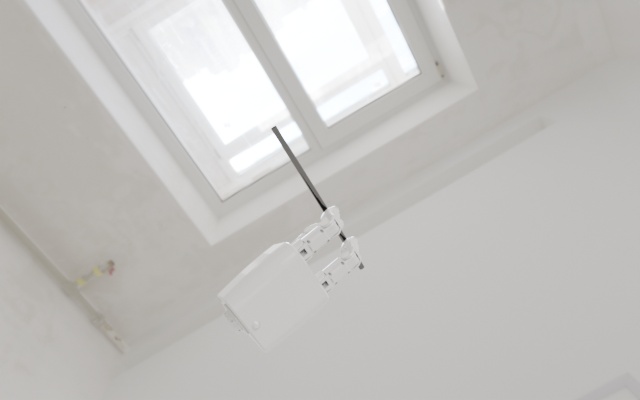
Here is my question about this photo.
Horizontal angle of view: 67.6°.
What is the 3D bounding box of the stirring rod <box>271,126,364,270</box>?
[{"bbox_3d":[0.000,0.002,0.651,0.011,0.240,0.011,-28,21,12],"label":"stirring rod"}]
